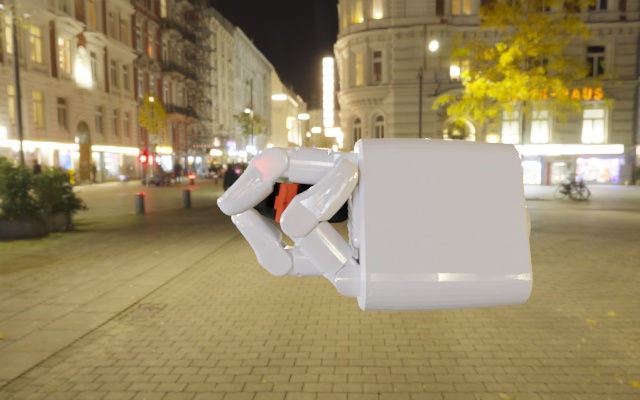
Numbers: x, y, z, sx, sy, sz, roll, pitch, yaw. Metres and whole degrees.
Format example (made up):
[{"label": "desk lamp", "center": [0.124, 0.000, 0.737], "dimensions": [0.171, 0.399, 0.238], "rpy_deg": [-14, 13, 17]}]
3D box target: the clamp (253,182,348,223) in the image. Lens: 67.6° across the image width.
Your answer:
[{"label": "clamp", "center": [0.000, 0.001, 0.406], "dimensions": [0.120, 0.039, 0.171], "rpy_deg": [0, 5, 1]}]
